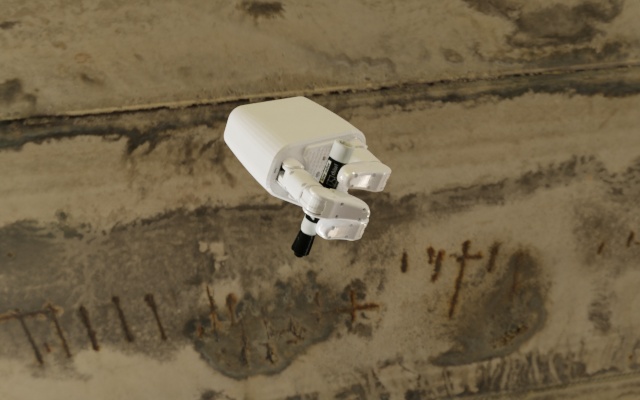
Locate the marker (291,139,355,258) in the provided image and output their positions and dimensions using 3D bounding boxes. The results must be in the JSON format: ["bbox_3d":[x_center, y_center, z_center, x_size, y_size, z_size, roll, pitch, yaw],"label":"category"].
[{"bbox_3d":[0.000,0.001,0.441,0.020,0.121,0.020,19,22,-8],"label":"marker"}]
